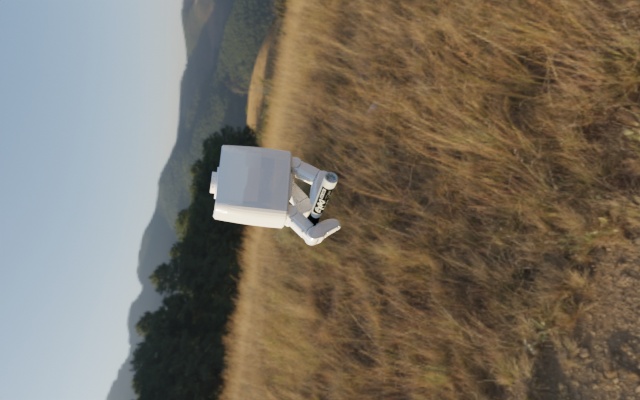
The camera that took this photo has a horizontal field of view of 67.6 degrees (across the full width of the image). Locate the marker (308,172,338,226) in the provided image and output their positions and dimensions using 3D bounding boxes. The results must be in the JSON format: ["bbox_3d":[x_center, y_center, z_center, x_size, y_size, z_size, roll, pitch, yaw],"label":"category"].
[{"bbox_3d":[0.000,0.002,0.684,0.020,0.020,0.121,0,-33,-16],"label":"marker"}]
